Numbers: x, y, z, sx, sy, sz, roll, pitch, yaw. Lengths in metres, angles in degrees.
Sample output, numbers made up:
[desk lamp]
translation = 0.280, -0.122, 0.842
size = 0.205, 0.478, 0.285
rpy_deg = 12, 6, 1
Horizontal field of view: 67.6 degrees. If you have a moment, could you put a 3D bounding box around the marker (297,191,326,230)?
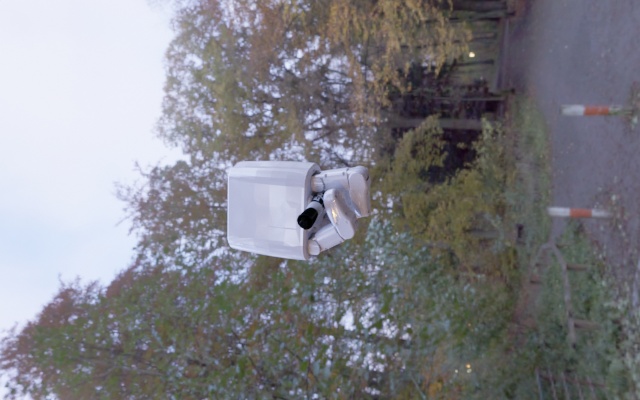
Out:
[marker]
translation = 0.000, 0.002, 0.559
size = 0.020, 0.020, 0.121
rpy_deg = 0, 23, 20
